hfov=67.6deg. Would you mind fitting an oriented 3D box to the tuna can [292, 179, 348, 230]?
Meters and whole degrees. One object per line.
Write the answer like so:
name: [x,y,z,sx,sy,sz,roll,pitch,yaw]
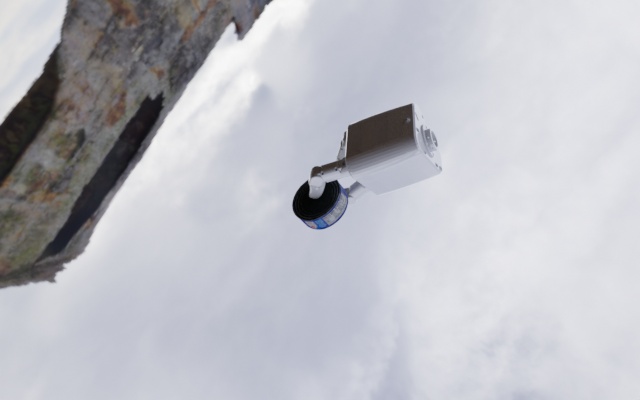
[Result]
tuna can: [0.000,0.003,0.753,0.086,0.086,0.034,0,-32,35]
